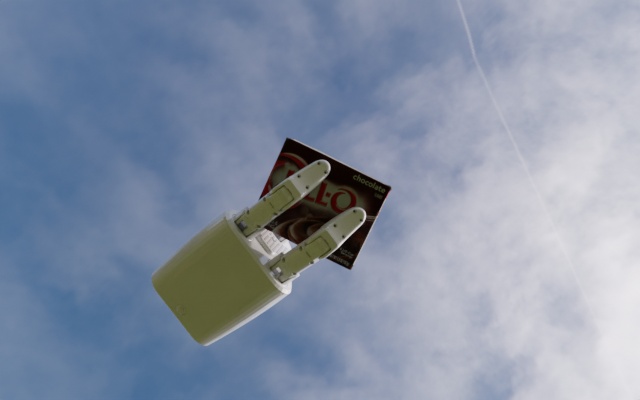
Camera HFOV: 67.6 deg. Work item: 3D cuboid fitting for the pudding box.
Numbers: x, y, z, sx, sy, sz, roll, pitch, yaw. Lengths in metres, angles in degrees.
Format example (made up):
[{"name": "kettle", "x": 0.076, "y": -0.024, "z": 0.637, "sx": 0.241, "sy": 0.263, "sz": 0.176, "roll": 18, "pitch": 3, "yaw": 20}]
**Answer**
[{"name": "pudding box", "x": 0.000, "y": 0.002, "z": 0.468, "sx": 0.113, "sy": 0.090, "sz": 0.039, "roll": 25, "pitch": 9, "yaw": 2}]
